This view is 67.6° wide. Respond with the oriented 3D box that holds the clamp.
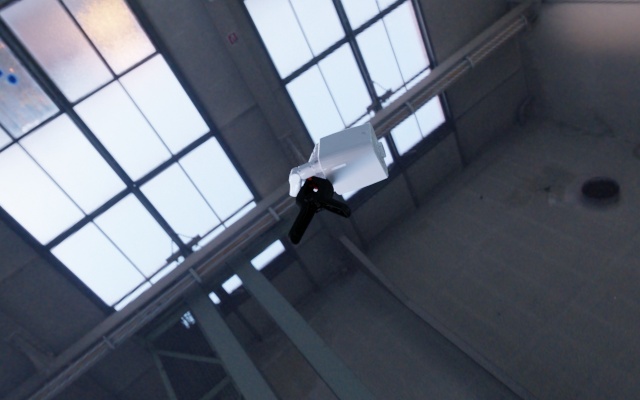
[{"bbox_3d":[0.000,0.003,0.873,0.120,0.039,0.171,-18,36,16],"label":"clamp"}]
